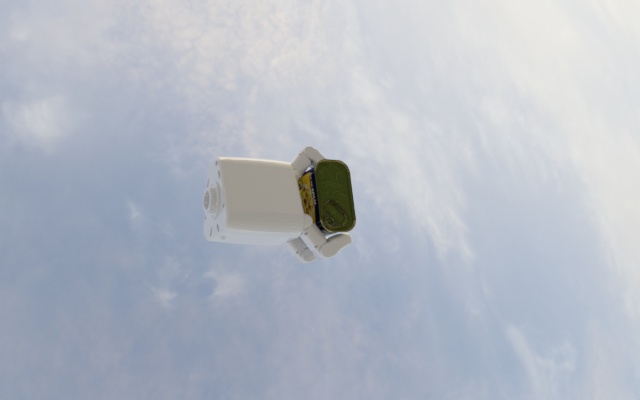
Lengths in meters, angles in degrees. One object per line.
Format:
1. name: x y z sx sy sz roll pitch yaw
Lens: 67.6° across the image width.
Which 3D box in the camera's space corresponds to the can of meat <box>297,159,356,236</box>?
1. can of meat: 0.000 0.002 0.681 0.057 0.102 0.084 0 -14 -32
